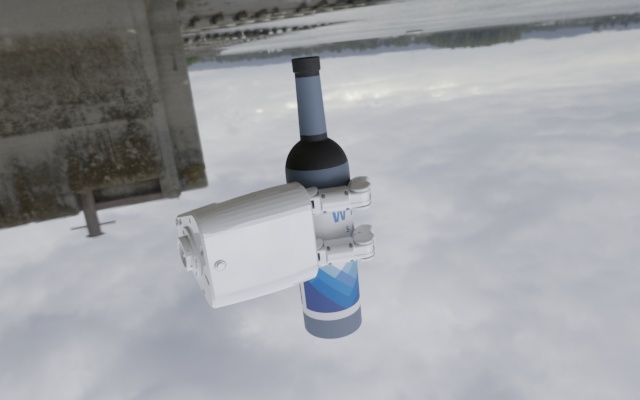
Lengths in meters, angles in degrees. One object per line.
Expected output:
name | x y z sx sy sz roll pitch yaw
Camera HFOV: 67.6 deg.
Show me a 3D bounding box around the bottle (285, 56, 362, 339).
bottle | 0.000 0.002 0.505 0.069 0.296 0.069 -5 18 2
